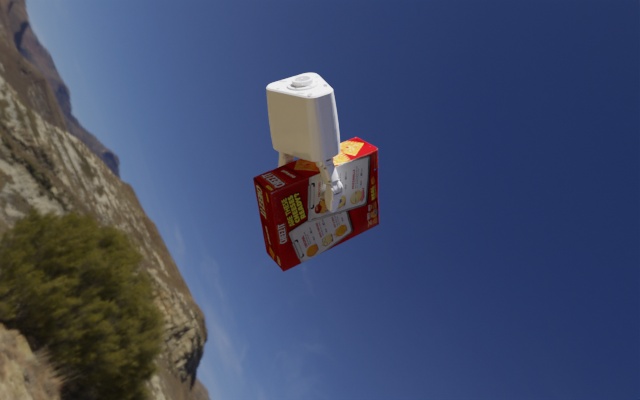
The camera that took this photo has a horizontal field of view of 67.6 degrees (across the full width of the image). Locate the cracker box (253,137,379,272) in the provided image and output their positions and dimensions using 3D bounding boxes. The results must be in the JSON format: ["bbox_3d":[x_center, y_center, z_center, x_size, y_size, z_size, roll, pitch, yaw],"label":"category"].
[{"bbox_3d":[0.000,0.003,0.832,0.213,0.164,0.072,-24,38,-25],"label":"cracker box"}]
